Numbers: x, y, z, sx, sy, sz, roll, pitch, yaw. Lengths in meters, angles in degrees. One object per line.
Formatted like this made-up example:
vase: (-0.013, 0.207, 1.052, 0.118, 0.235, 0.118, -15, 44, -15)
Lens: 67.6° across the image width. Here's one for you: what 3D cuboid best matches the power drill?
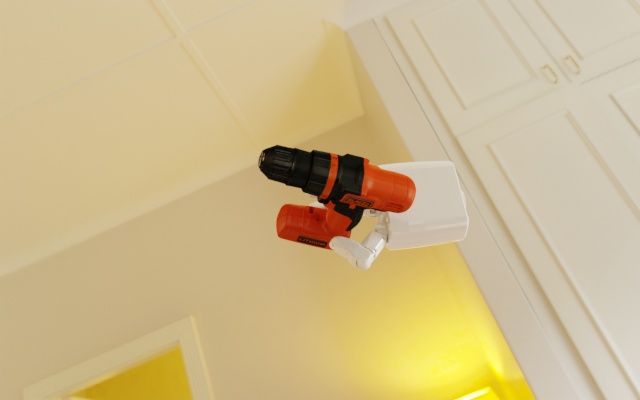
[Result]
power drill: (0.000, 0.002, 0.599, 0.184, 0.057, 0.188, 15, -25, -12)
